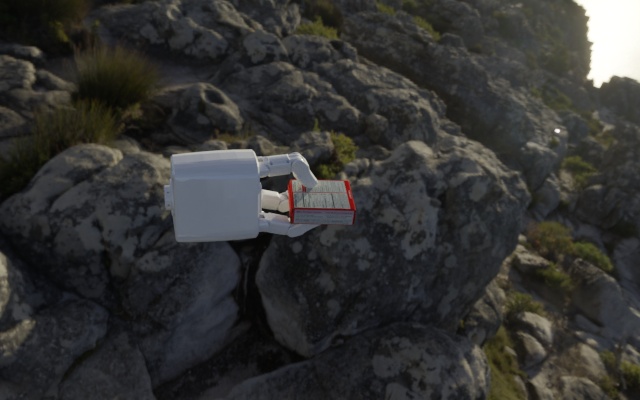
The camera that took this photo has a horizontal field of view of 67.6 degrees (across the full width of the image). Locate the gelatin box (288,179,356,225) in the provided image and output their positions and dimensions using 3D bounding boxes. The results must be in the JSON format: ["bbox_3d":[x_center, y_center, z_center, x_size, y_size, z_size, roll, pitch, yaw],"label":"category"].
[{"bbox_3d":[0.000,0.002,0.666,0.089,0.030,0.073,1,35,-7],"label":"gelatin box"}]
